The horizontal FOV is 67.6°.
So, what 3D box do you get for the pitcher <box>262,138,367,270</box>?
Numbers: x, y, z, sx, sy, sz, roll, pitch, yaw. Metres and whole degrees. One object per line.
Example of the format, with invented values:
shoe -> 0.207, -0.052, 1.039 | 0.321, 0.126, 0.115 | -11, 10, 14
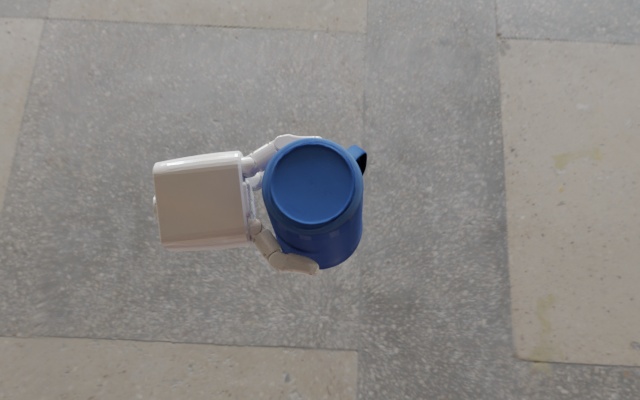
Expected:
pitcher -> 0.000, 0.002, 0.611 | 0.145, 0.149, 0.243 | -7, -14, -1
